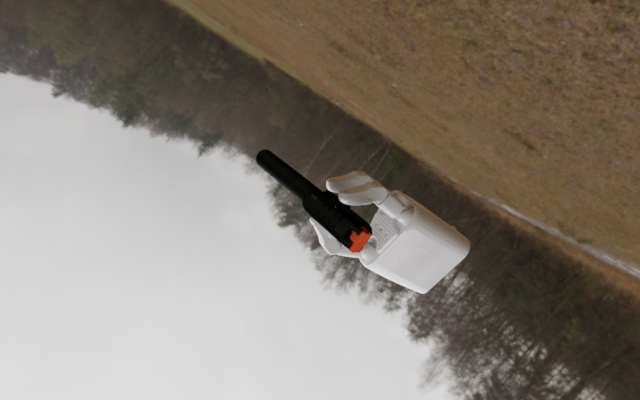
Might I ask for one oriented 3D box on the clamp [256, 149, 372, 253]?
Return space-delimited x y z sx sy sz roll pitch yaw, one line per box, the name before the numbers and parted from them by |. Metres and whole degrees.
clamp | 0.000 0.003 0.602 0.164 0.036 0.210 30 9 -23
